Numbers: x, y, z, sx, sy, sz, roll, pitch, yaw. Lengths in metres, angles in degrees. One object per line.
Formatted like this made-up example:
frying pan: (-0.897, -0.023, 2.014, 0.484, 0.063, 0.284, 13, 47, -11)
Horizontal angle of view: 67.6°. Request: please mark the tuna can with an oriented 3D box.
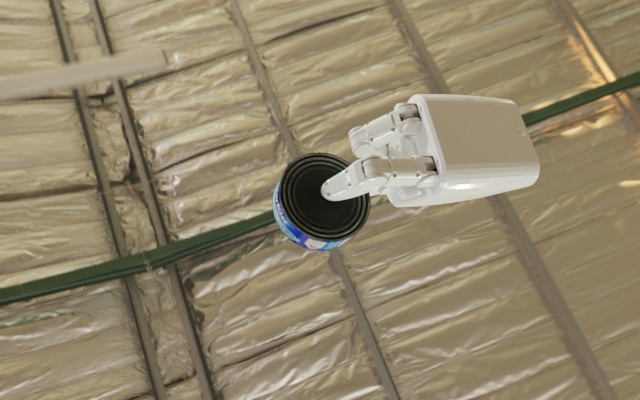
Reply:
tuna can: (0.000, 0.002, 0.435, 0.086, 0.086, 0.034, 0, -22, -20)
